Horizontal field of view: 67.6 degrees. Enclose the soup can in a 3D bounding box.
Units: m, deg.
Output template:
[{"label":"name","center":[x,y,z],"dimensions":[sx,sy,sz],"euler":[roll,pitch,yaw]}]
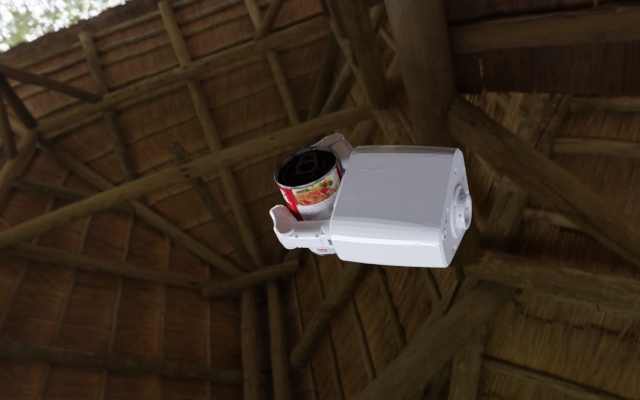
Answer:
[{"label":"soup can","center":[0.000,0.002,0.516],"dimensions":[0.068,0.102,0.068],"euler":[-14,38,11]}]
